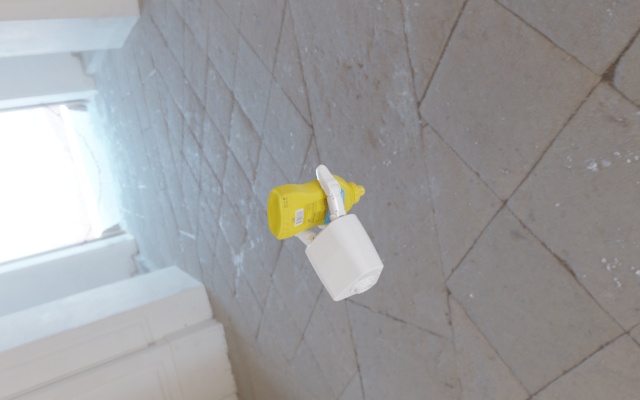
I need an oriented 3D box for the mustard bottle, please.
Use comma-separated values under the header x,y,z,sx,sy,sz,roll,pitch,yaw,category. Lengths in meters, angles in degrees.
x,y,z,sx,sy,sz,roll,pitch,yaw,category
0.000,0.003,0.864,0.191,0.096,0.058,-16,37,-29,mustard bottle
